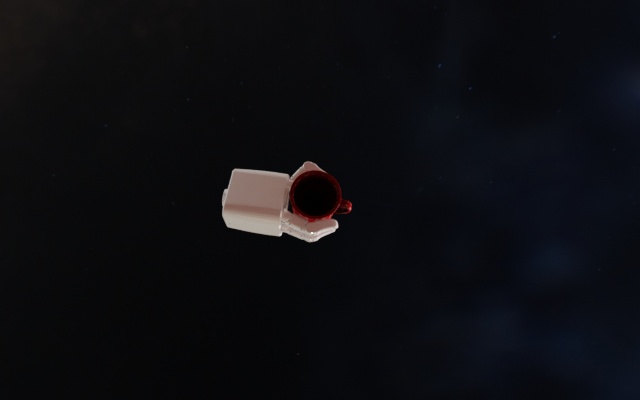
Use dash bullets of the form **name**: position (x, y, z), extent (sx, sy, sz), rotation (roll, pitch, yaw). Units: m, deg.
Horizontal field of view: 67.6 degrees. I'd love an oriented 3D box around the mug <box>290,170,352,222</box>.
- **mug**: position (0.002, 0.003, 0.894), extent (0.117, 0.093, 0.081), rotation (10, -18, -1)
